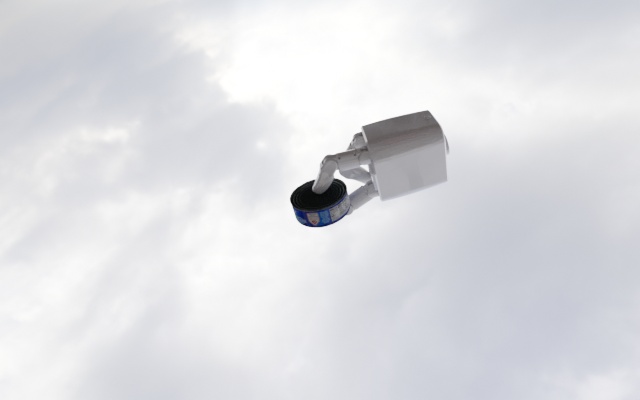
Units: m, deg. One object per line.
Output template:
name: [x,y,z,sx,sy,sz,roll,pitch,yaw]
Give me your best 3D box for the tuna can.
tuna can: [0.000,0.003,0.703,0.086,0.034,0.086,-11,33,7]
